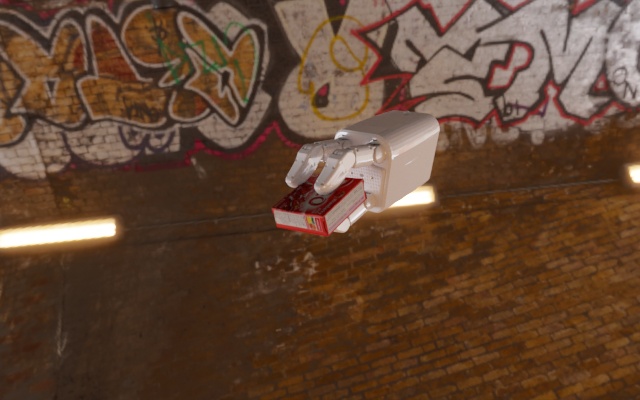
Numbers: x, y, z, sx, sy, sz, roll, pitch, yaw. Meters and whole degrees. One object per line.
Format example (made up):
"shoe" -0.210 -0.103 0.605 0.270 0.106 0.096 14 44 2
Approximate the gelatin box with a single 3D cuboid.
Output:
"gelatin box" 0.000 0.002 0.549 0.073 0.030 0.089 8 35 35
